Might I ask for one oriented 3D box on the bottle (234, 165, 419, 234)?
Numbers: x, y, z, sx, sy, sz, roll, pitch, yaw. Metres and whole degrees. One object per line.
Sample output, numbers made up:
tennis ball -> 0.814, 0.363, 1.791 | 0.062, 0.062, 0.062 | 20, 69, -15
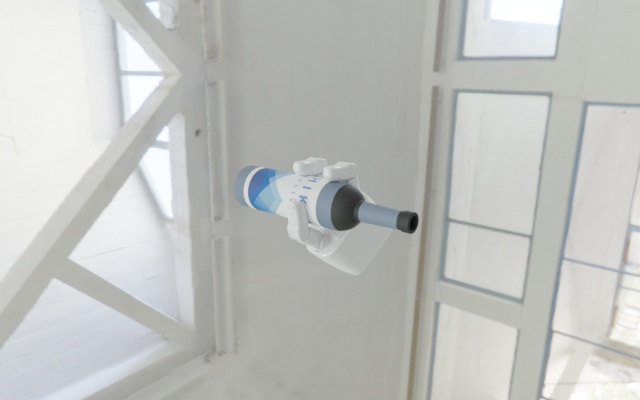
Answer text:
bottle -> 0.000, 0.002, 0.671 | 0.295, 0.069, 0.069 | 13, 8, 38
